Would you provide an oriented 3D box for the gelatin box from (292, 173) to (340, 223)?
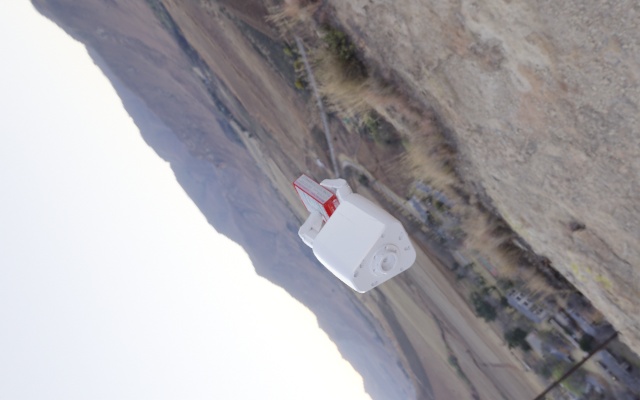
[{"bbox_3d":[0.000,0.003,0.804,0.089,0.030,0.073,34,-19,40],"label":"gelatin box"}]
